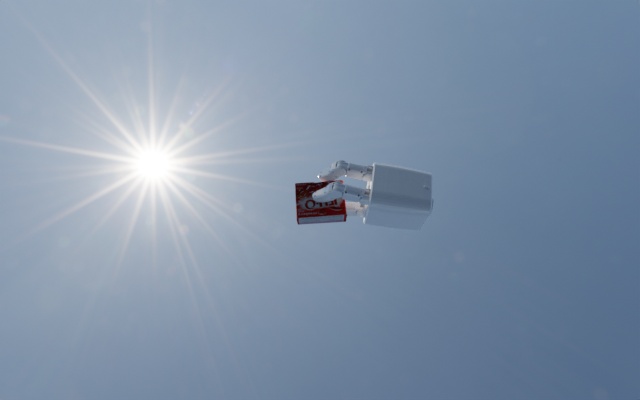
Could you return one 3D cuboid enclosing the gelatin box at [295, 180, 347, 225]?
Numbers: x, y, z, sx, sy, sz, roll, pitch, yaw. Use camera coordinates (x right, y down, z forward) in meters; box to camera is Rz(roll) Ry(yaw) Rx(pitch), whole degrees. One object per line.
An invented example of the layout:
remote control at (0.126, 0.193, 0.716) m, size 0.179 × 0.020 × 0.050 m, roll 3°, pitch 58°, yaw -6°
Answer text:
gelatin box at (0.000, 0.003, 0.854) m, size 0.089 × 0.073 × 0.030 m, roll -4°, pitch -31°, yaw -2°
